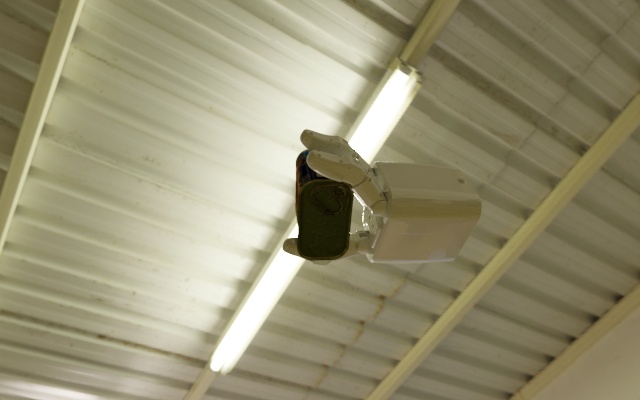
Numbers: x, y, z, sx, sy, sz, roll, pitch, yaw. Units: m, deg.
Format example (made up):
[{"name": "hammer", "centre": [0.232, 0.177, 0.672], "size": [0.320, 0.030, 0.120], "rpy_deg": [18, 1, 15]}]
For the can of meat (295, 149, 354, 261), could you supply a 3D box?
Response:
[{"name": "can of meat", "centre": [0.000, 0.002, 0.538], "size": [0.057, 0.102, 0.084], "rpy_deg": [-1, 32, -7]}]
